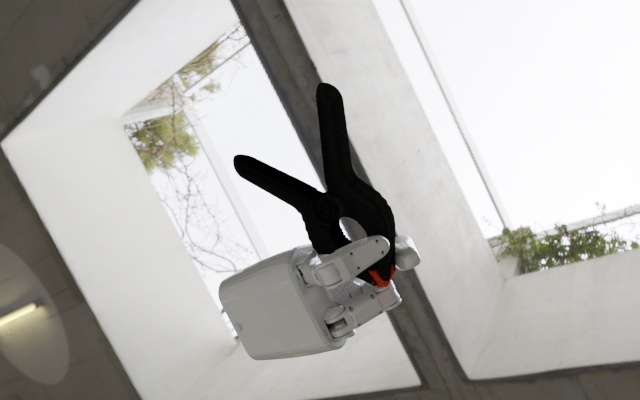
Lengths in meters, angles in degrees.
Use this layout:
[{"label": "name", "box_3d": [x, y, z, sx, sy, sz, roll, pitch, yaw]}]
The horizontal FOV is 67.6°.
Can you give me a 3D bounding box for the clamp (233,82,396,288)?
[{"label": "clamp", "box_3d": [0.001, 0.001, 0.408, 0.120, 0.171, 0.039, -23, 6, 36]}]
